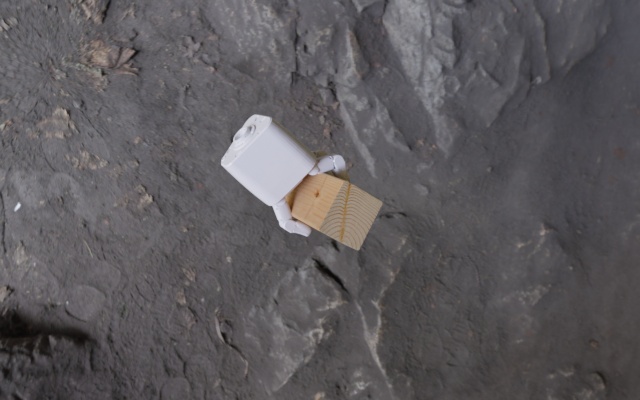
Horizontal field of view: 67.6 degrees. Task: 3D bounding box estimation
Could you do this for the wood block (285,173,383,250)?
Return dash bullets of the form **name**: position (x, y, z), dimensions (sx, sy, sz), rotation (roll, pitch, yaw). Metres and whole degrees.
- **wood block**: position (0.000, 0.003, 0.837), dimensions (0.090, 0.091, 0.206), rotation (29, -2, -32)
